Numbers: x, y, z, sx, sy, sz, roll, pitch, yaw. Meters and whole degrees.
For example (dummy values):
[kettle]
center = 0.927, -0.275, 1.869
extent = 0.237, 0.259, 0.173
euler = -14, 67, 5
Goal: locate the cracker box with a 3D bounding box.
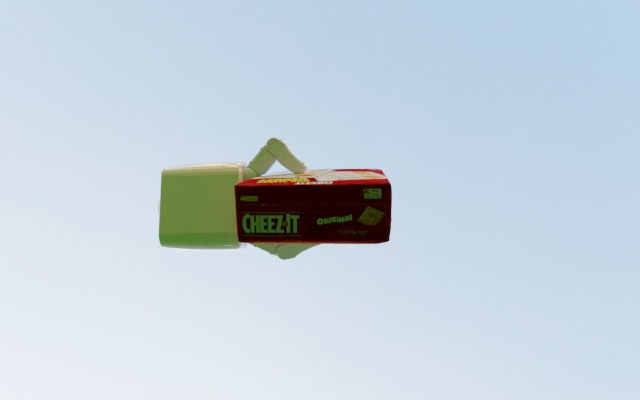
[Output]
[cracker box]
center = 0.000, 0.002, 0.595
extent = 0.164, 0.072, 0.213
euler = -1, 7, 5
